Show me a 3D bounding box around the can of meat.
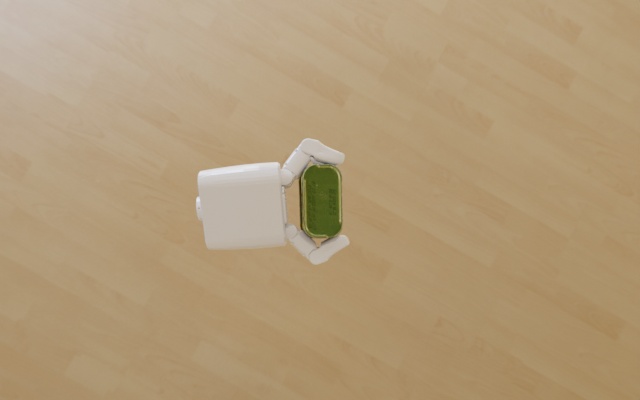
[{"bbox_3d":[0.000,0.002,0.651,0.057,0.102,0.084,-2,-2,-3],"label":"can of meat"}]
